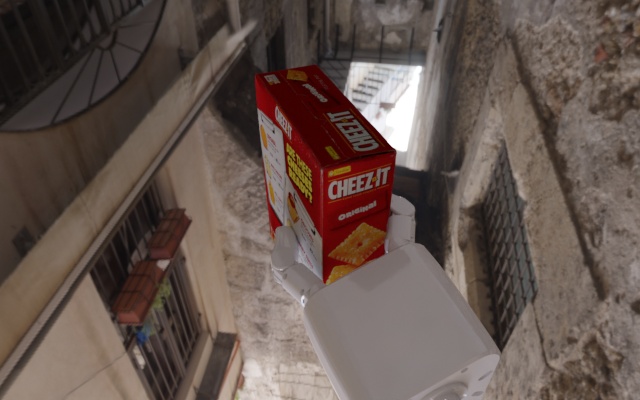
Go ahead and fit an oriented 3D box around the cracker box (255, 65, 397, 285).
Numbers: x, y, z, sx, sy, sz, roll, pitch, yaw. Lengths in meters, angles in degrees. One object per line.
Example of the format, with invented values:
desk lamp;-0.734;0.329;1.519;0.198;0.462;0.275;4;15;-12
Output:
cracker box;0.000;0.002;0.468;0.072;0.214;0.164;-16;43;-18
